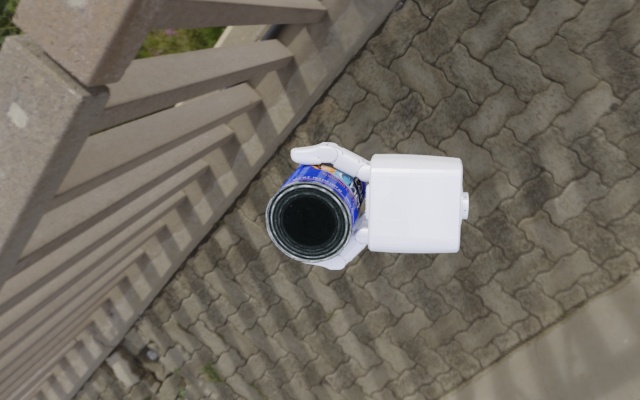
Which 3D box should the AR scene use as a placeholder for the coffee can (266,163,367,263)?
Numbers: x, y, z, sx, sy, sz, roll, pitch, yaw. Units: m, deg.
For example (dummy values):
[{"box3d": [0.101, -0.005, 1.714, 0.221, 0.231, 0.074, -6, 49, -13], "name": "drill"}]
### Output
[{"box3d": [0.000, 0.002, 0.608, 0.103, 0.103, 0.140, 0, 21, 13], "name": "coffee can"}]
